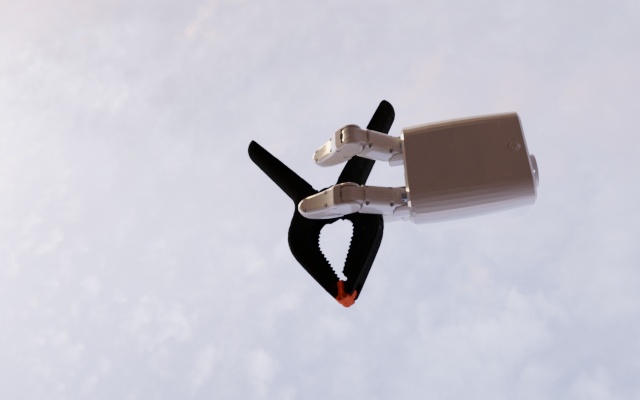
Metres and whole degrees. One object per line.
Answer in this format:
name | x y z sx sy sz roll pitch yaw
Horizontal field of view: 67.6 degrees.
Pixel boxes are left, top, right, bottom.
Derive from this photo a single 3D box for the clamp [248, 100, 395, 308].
clamp | 0.001 0.002 0.475 0.164 0.210 0.036 -9 -28 16
